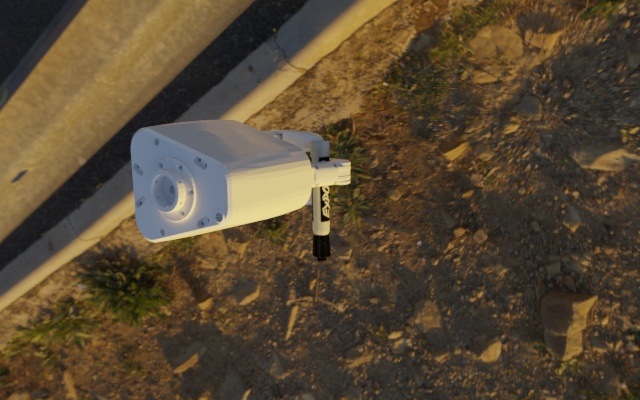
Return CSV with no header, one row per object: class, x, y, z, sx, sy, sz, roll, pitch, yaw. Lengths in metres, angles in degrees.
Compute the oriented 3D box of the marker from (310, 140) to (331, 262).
marker,0.000,0.002,0.474,0.020,0.121,0.020,-1,10,0
